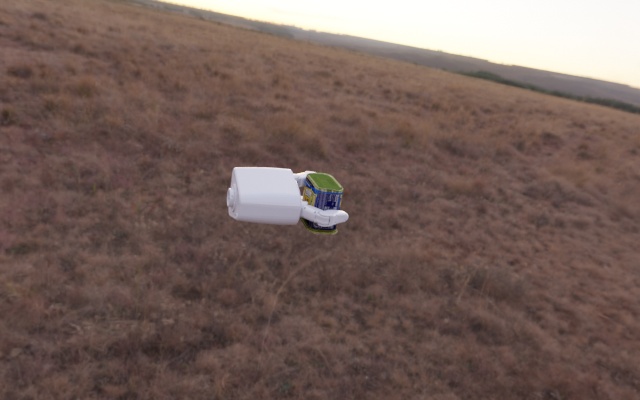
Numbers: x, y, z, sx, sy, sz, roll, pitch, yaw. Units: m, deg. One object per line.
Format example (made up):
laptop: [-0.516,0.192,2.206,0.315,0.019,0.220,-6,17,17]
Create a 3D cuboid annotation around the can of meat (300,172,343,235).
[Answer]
can of meat: [0.000,0.003,0.866,0.057,0.084,0.102,4,20,-18]
